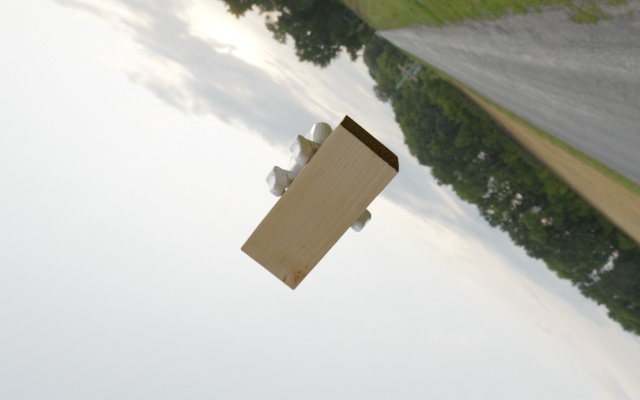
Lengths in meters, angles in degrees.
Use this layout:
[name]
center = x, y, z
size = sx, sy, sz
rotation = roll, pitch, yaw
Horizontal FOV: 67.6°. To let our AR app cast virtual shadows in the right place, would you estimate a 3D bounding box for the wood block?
[wood block]
center = 0.000, 0.002, 0.619
size = 0.091, 0.206, 0.090
rotation = 38, 19, -5
